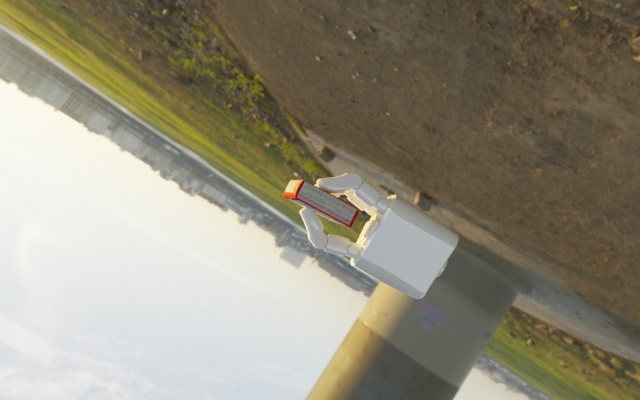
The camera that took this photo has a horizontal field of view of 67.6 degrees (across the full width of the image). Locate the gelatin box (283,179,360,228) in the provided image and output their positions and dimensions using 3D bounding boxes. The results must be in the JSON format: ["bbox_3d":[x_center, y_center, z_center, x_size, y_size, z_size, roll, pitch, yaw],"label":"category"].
[{"bbox_3d":[0.000,0.002,0.649,0.089,0.030,0.073,27,-5,-16],"label":"gelatin box"}]
